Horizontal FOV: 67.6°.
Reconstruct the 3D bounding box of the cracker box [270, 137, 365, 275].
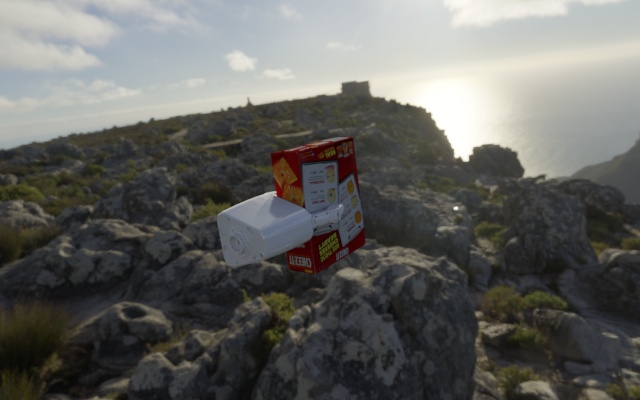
[{"bbox_3d":[0.000,0.003,0.867,0.072,0.214,0.164,3,17,39],"label":"cracker box"}]
